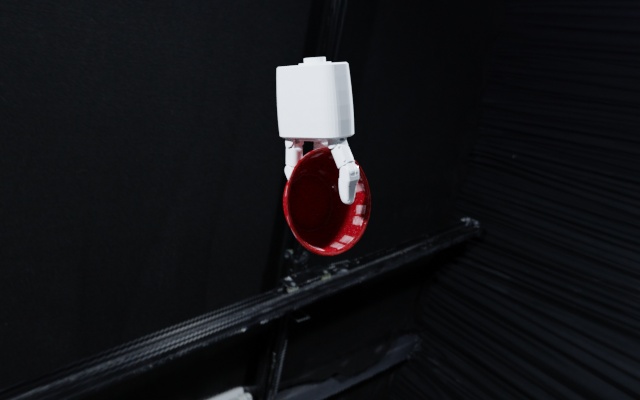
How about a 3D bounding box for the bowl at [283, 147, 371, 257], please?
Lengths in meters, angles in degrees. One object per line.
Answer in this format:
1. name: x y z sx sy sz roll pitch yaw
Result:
1. bowl: 0.000 0.004 0.724 0.162 0.162 0.055 0 -2 -38
